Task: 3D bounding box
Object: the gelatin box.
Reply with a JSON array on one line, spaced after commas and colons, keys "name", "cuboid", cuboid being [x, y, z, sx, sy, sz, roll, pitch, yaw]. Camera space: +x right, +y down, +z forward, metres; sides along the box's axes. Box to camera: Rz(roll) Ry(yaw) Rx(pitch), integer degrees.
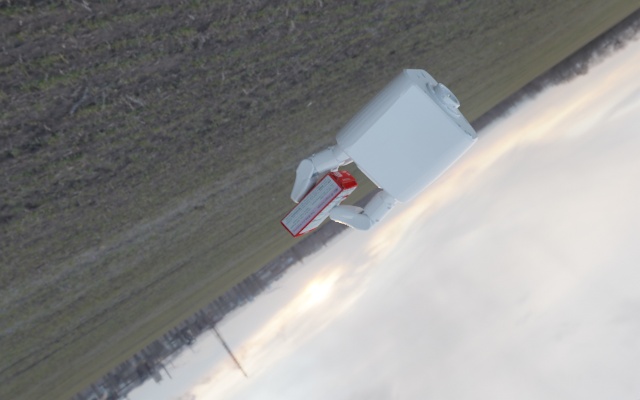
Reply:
[{"name": "gelatin box", "cuboid": [0.000, 0.002, 0.585, 0.089, 0.030, 0.073, -46, -9, 16]}]
